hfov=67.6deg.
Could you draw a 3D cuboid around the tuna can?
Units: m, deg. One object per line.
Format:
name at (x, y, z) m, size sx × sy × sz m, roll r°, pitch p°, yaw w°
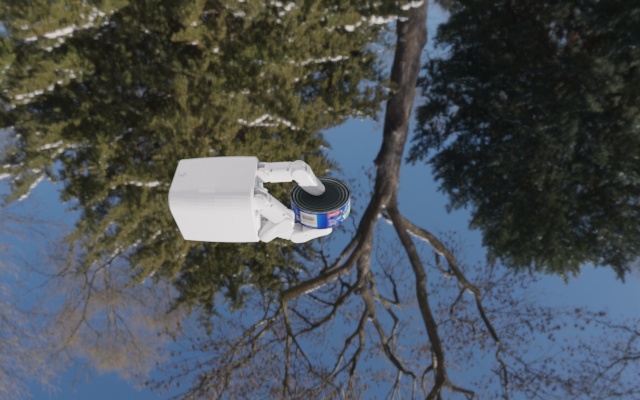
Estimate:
tuna can at (0.000, 0.003, 0.683) m, size 0.086 × 0.034 × 0.086 m, roll -2°, pitch 38°, yaw 1°
